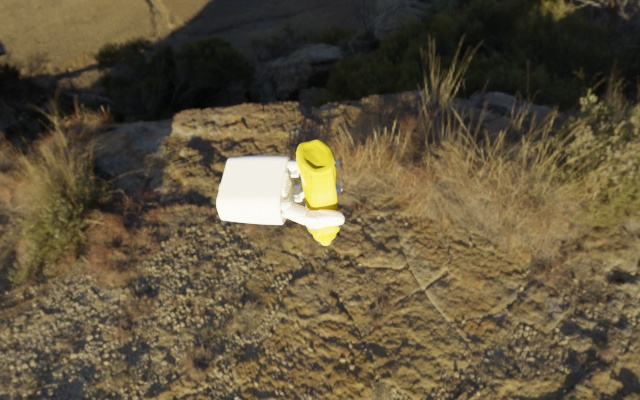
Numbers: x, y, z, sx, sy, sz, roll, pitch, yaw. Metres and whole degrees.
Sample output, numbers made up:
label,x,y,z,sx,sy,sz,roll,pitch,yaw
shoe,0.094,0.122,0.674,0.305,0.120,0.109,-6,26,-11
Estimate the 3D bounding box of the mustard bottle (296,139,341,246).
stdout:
label,x,y,z,sx,sy,sz,roll,pitch,yaw
mustard bottle,0.000,0.002,0.788,0.058,0.192,0.096,-14,41,-9
